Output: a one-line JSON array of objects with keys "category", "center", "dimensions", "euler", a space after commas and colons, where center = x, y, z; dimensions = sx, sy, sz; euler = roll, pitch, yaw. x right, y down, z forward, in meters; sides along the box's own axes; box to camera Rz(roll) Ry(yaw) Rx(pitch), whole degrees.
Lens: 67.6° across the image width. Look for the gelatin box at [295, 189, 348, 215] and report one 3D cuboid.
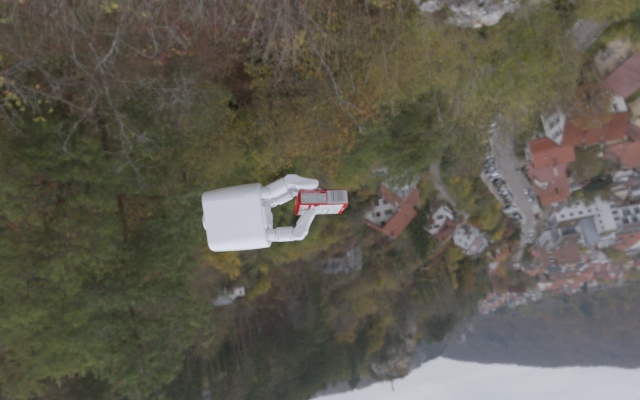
[{"category": "gelatin box", "center": [0.001, 0.003, 0.868], "dimensions": [0.089, 0.030, 0.073], "euler": [-1, -15, -8]}]
